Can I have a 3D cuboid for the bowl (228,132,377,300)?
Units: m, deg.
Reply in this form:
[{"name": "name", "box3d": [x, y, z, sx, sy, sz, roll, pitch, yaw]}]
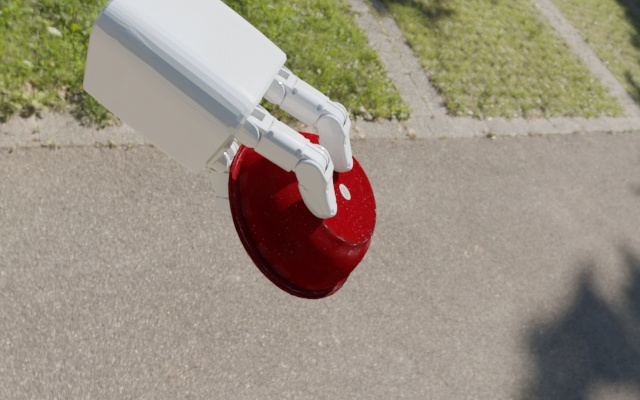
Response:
[{"name": "bowl", "box3d": [0.001, 0.002, 0.418, 0.055, 0.162, 0.162, -23, -14, 37]}]
